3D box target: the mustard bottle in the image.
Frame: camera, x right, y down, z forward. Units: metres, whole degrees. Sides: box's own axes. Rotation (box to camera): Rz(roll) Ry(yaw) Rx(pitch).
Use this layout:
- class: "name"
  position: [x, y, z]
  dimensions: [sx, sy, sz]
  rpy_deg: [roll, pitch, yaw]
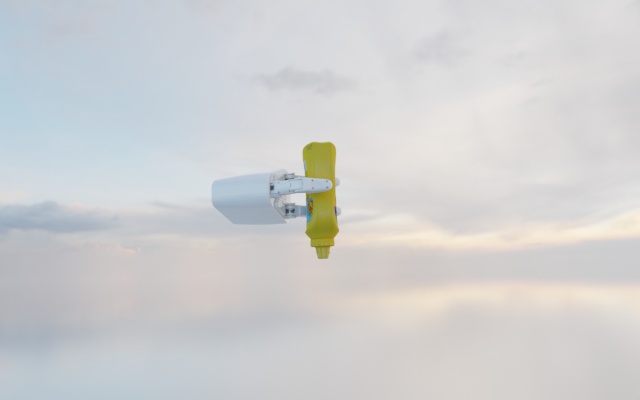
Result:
- class: "mustard bottle"
  position: [0.000, 0.002, 0.809]
  dimensions: [0.058, 0.191, 0.096]
  rpy_deg: [-1, -8, -8]
